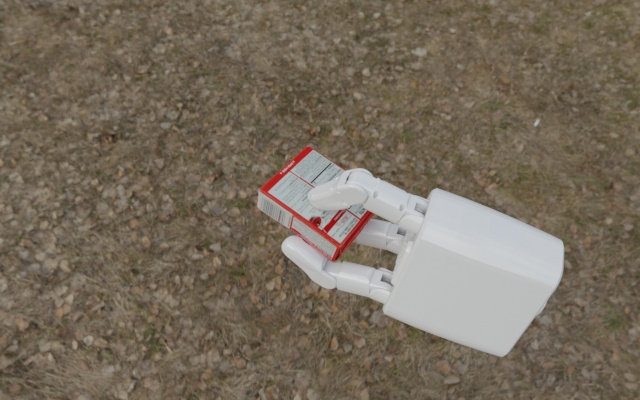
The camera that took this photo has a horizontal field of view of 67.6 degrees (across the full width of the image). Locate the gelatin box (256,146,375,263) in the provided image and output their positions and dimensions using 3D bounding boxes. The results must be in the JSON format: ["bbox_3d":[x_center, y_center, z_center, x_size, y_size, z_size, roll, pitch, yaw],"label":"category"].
[{"bbox_3d":[0.000,0.001,0.424,0.089,0.073,0.030,35,-36,12],"label":"gelatin box"}]
